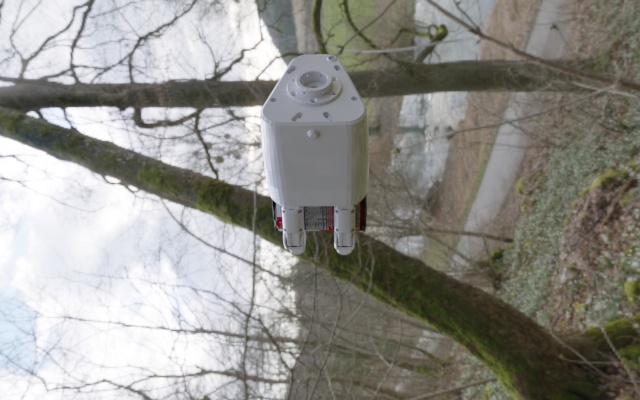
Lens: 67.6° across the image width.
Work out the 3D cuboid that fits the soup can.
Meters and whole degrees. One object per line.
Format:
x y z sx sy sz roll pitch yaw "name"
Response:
0.000 0.002 0.544 0.102 0.068 0.068 0 0 2 "soup can"
